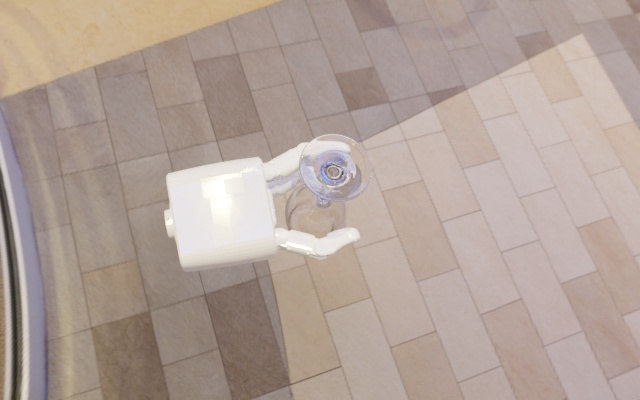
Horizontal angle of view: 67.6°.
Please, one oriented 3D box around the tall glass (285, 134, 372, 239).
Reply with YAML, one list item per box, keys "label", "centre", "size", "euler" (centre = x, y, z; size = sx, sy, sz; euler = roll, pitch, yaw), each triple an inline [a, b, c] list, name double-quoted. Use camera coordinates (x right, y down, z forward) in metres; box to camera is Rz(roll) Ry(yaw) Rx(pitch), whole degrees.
- label: "tall glass"
  centre: [0.000, 0.002, 0.565]
  size: [0.079, 0.079, 0.201]
  euler: [0, -21, -9]
